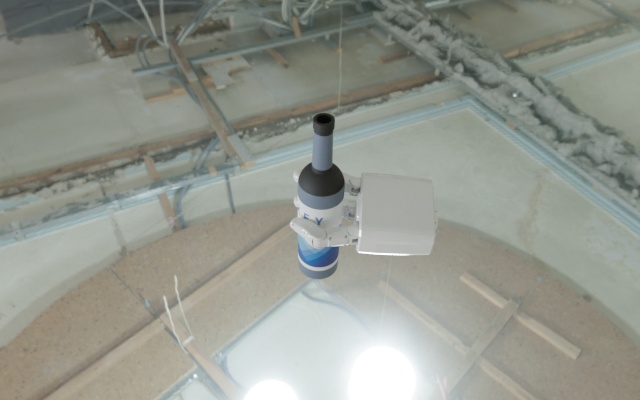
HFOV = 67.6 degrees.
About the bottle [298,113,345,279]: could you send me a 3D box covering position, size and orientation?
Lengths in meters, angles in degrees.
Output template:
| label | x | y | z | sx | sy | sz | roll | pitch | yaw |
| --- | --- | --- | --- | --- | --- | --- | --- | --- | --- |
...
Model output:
| label | x | y | z | sx | sy | sz | roll | pitch | yaw |
| --- | --- | --- | --- | --- | --- | --- | --- | --- | --- |
| bottle | 0.000 | 0.002 | 0.695 | 0.069 | 0.069 | 0.296 | 0 | -44 | -2 |
